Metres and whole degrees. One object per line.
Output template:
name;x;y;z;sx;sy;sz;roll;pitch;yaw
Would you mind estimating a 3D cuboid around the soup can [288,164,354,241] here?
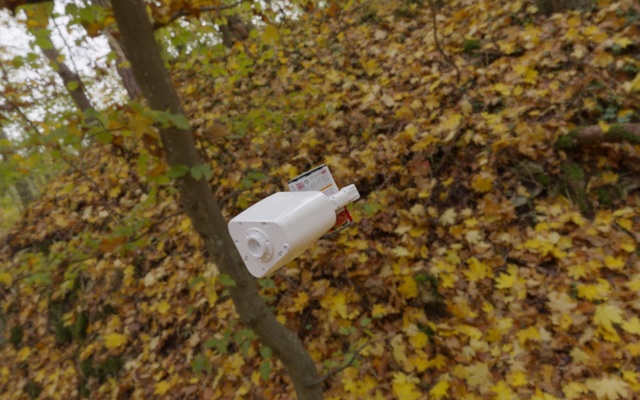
soup can;0.000;0.002;0.745;0.068;0.102;0.068;-26;5;2
